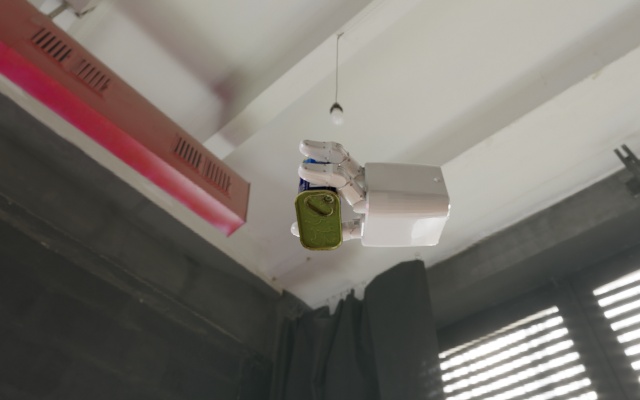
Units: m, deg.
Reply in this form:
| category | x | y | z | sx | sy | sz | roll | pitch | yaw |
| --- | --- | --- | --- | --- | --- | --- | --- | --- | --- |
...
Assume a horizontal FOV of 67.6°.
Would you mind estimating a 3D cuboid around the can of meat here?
| category | x | y | z | sx | sy | sz | roll | pitch | yaw |
| --- | --- | --- | --- | --- | --- | --- | --- | --- | --- |
| can of meat | 0.000 | 0.002 | 0.642 | 0.057 | 0.102 | 0.084 | -2 | 39 | 5 |
